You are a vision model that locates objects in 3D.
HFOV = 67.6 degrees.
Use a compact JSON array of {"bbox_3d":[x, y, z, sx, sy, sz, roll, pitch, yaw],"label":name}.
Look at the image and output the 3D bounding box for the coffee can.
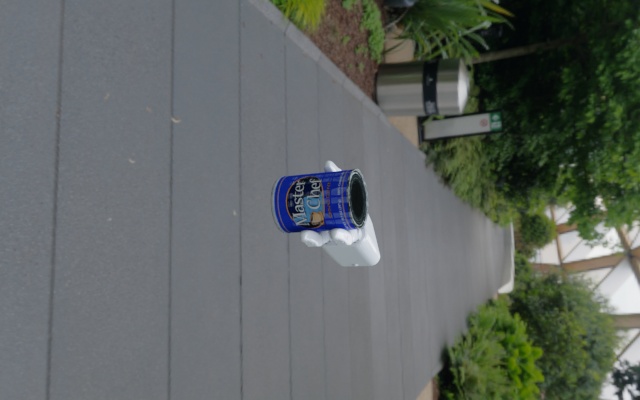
[{"bbox_3d":[0.000,0.003,0.821,0.140,0.103,0.103,-4,-2,23],"label":"coffee can"}]
